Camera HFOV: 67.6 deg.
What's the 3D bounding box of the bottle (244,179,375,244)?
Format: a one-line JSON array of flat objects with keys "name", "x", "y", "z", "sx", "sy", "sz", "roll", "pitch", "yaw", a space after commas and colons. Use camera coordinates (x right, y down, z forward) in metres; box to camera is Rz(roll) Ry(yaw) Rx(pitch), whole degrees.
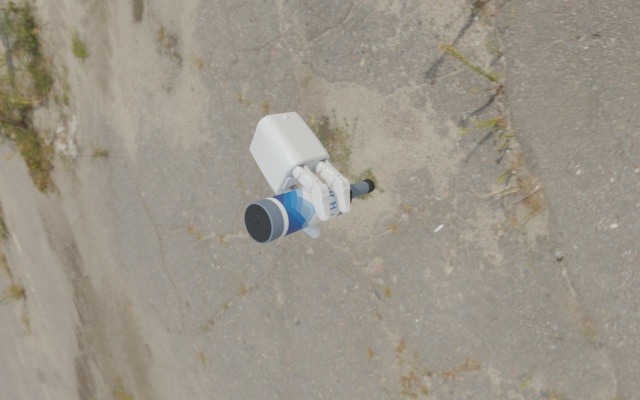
[{"name": "bottle", "x": 0.000, "y": 0.003, "z": 0.838, "sx": 0.069, "sy": 0.069, "sz": 0.295, "roll": 0, "pitch": 13, "yaw": 42}]
